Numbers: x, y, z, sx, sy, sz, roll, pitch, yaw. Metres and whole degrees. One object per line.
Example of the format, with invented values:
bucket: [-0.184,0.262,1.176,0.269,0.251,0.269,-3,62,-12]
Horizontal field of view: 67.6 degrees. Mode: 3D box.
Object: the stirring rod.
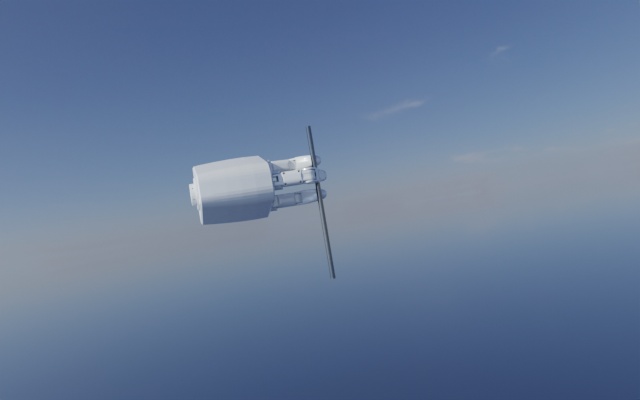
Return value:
stirring rod: [0.000,0.003,0.744,0.011,0.239,0.011,-9,-2,0]
